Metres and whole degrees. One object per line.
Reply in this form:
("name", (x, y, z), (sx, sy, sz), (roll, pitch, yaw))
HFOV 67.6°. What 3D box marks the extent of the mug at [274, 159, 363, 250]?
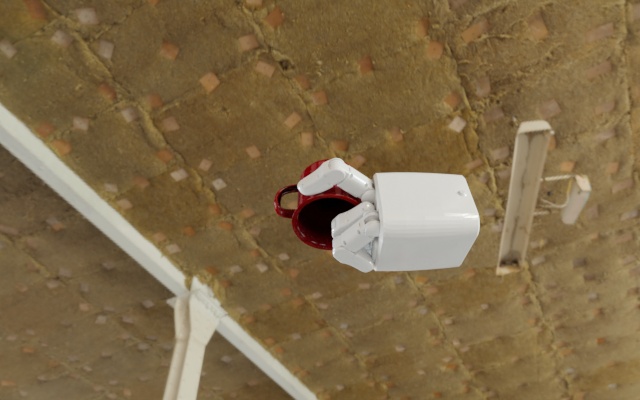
("mug", (-0.001, 0.002, 0.604), (0.117, 0.093, 0.081), (0, 41, 0))
